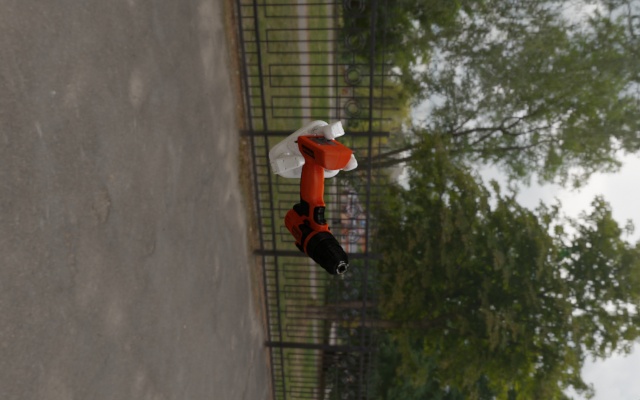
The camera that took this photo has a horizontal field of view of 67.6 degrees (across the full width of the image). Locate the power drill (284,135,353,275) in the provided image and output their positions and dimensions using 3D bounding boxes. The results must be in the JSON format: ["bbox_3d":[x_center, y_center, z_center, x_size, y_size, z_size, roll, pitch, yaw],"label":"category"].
[{"bbox_3d":[0.000,0.002,0.746,0.057,0.188,0.184,-3,24,-29],"label":"power drill"}]
